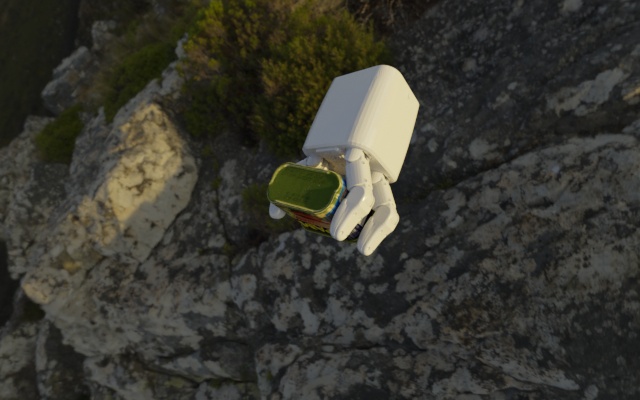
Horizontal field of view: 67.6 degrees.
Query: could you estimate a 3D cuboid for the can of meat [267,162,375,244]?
[{"bbox_3d":[0.000,0.002,0.548,0.102,0.057,0.084,13,-16,38],"label":"can of meat"}]
